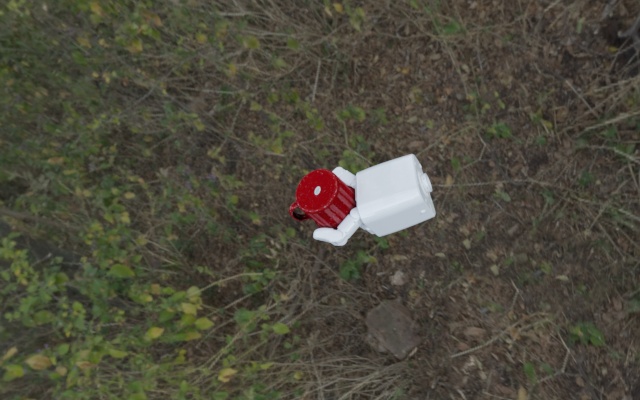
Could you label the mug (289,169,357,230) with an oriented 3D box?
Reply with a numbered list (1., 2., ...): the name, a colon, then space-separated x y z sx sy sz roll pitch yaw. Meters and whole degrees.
1. mug: -0.001 0.003 0.813 0.117 0.093 0.081 -21 -33 20
